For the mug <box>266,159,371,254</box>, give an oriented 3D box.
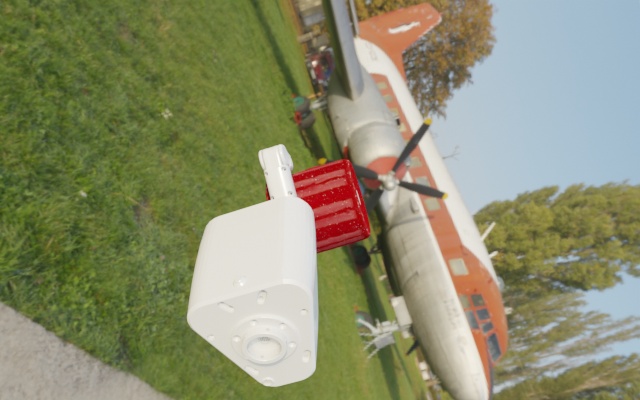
[{"bbox_3d":[0.000,0.001,0.482,0.081,0.093,0.117,-16,33,8],"label":"mug"}]
